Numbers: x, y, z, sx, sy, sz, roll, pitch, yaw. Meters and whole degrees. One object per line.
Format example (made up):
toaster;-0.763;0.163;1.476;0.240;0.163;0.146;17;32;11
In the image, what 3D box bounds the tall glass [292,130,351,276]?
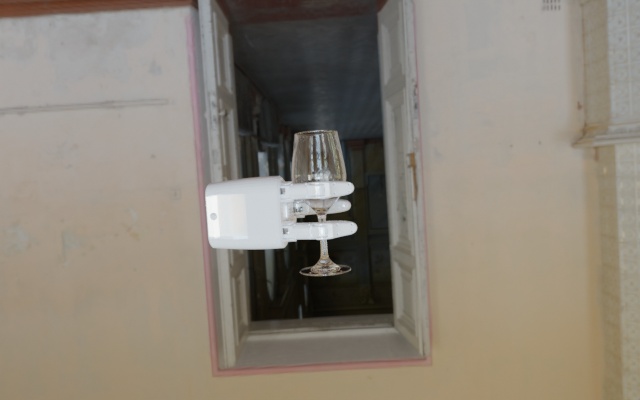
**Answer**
tall glass;0.000;0.003;0.686;0.079;0.201;0.079;-4;2;0
